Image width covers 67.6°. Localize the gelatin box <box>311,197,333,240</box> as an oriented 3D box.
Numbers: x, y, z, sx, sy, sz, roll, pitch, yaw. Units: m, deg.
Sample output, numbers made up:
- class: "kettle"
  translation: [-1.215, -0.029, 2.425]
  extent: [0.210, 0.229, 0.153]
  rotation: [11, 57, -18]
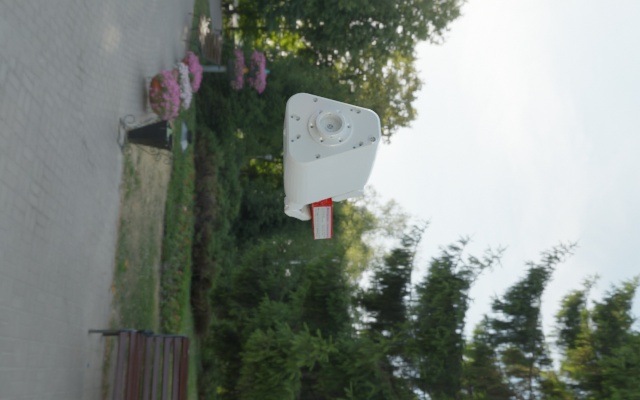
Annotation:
- class: "gelatin box"
  translation: [0.001, 0.002, 0.683]
  extent: [0.030, 0.073, 0.089]
  rotation: [-4, -35, -1]
